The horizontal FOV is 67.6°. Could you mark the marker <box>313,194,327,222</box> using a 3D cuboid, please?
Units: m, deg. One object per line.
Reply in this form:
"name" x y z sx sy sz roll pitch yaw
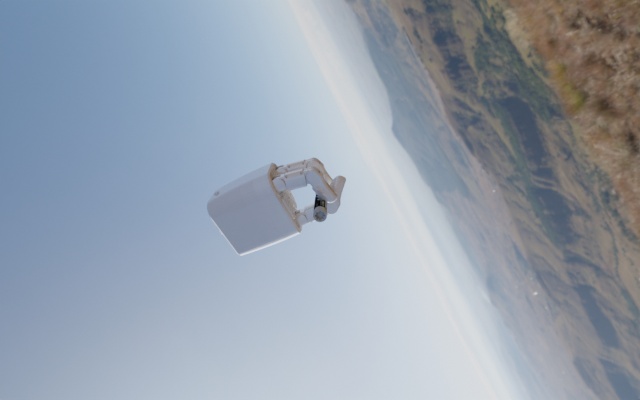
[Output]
"marker" 0.000 0.002 0.702 0.020 0.020 0.121 0 18 1
